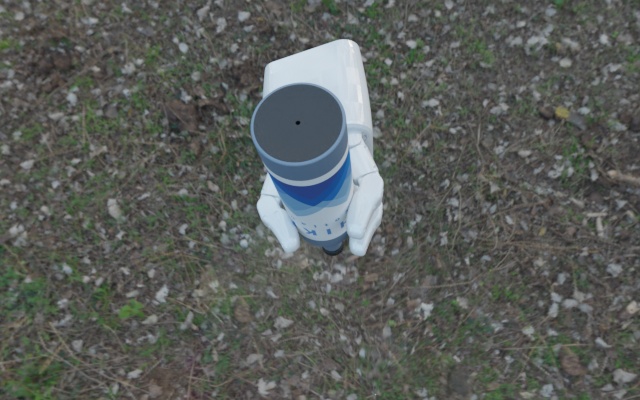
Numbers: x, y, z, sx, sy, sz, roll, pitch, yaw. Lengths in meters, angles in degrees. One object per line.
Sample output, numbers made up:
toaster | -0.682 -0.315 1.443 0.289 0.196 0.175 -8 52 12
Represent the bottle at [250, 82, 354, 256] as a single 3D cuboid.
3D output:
bottle | 0.000 0.001 0.461 0.069 0.069 0.296 0 -22 7
